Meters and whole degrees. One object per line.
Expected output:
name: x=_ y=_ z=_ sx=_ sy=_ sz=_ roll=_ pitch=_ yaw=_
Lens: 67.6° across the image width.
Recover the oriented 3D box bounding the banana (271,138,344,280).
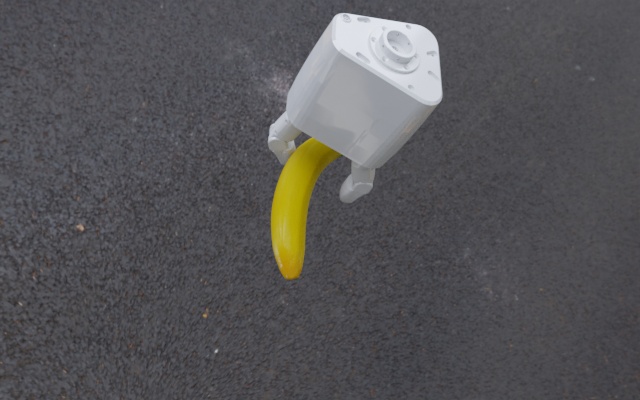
banana: x=-0.014 y=-0.011 z=0.512 sx=0.069 sy=0.197 sz=0.037 roll=35 pitch=-36 yaw=-10
